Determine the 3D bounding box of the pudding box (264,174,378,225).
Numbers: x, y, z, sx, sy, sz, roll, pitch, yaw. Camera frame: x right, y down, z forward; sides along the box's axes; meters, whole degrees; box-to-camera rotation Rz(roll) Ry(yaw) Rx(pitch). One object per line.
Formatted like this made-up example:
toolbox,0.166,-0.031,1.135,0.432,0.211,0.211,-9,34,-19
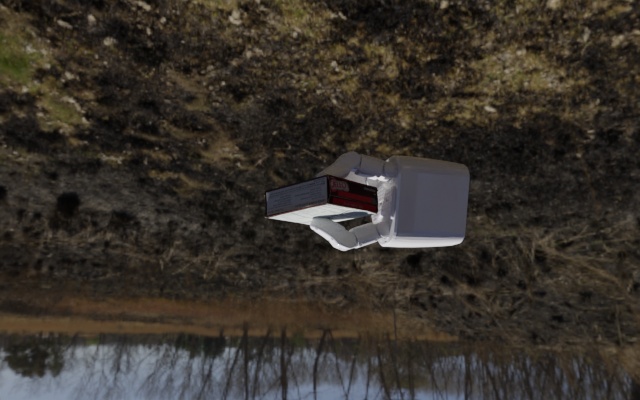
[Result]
pudding box,0.000,0.002,0.582,0.113,0.039,0.090,-15,-19,42
